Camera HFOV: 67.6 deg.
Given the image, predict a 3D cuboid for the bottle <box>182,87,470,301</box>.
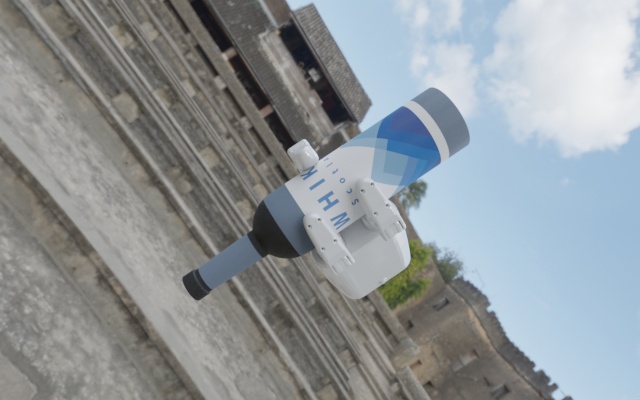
[{"bbox_3d":[0.000,0.001,0.453,0.295,0.069,0.069,-34,1,-2],"label":"bottle"}]
